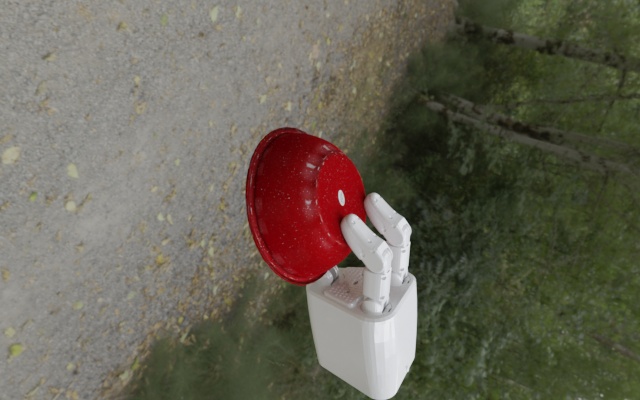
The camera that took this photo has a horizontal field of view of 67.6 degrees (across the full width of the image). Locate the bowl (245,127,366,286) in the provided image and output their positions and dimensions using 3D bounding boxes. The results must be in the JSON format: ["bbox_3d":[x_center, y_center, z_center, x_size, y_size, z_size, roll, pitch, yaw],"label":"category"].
[{"bbox_3d":[0.000,0.000,0.472,0.055,0.162,0.162,-9,-5,34],"label":"bowl"}]
